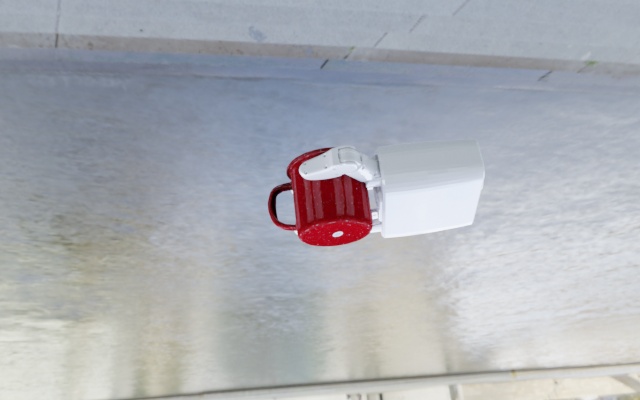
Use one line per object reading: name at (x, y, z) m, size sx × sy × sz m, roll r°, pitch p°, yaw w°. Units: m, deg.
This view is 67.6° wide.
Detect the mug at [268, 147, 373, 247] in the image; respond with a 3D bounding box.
mug at (-0.001, 0.002, 0.522) m, size 0.117 × 0.081 × 0.093 m, roll -8°, pitch -24°, yaw 3°
